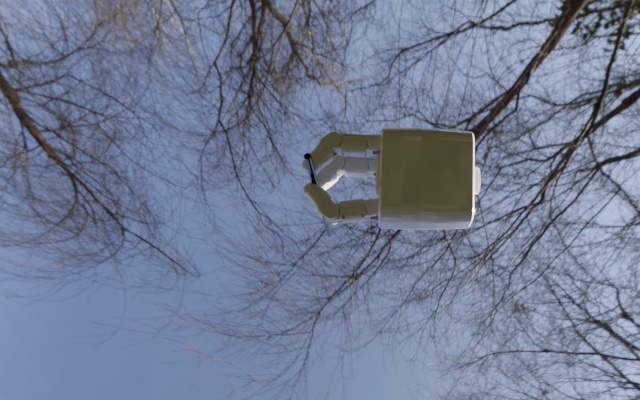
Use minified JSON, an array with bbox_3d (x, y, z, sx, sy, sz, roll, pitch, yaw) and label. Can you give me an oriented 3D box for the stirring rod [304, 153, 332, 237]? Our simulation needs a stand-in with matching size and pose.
[{"bbox_3d":[0.000,0.002,0.630,0.011,0.011,0.240,0,-25,7],"label":"stirring rod"}]
